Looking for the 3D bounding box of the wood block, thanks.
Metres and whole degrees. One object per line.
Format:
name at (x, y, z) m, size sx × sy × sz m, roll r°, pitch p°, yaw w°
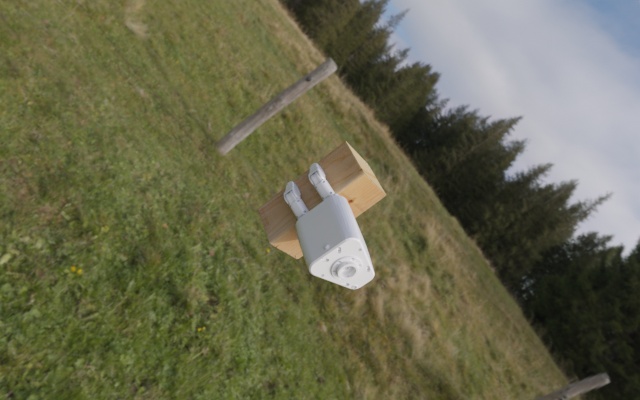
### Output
wood block at (0.001, 0.003, 0.864) m, size 0.206 × 0.090 × 0.091 m, roll -36°, pitch -40°, yaw 13°
